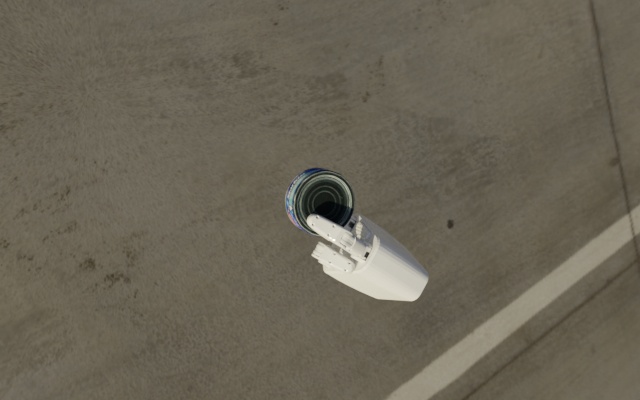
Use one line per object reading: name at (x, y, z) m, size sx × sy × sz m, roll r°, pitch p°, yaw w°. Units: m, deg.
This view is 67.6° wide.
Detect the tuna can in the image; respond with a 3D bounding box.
tuna can at (0.000, 0.002, 0.610) m, size 0.086 × 0.086 × 0.033 m, roll 0°, pitch 9°, yaw -21°
